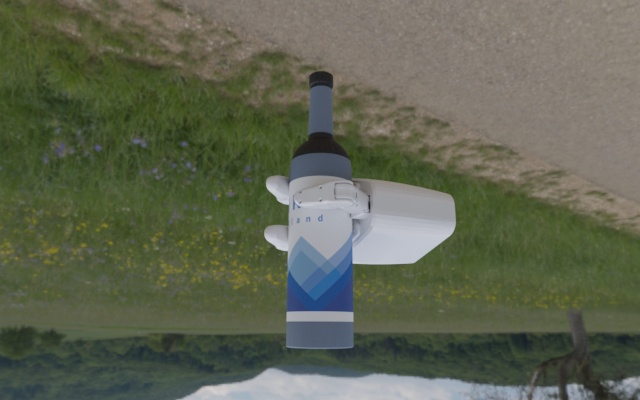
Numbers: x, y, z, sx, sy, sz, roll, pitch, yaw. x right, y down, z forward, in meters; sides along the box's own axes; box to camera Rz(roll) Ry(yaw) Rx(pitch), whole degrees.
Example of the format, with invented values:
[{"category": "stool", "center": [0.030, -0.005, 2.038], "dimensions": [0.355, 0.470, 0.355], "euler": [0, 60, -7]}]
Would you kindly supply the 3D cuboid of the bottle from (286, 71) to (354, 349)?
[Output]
[{"category": "bottle", "center": [0.000, 0.002, 0.506], "dimensions": [0.069, 0.295, 0.069], "euler": [0, -15, 0]}]
